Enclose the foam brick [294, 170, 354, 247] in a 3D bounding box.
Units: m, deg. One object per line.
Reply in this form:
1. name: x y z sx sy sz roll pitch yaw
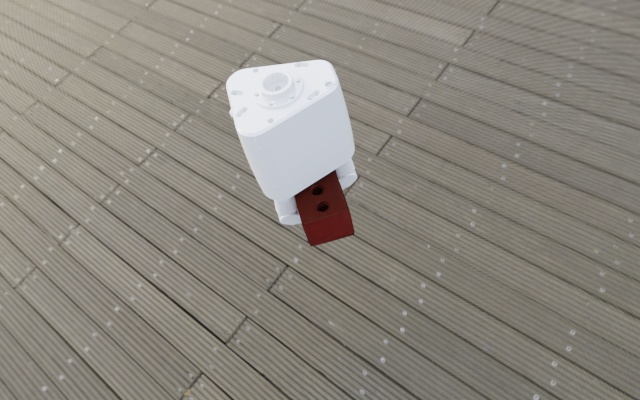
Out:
1. foam brick: 0.000 0.002 0.531 0.053 0.078 0.051 -18 -34 -1
